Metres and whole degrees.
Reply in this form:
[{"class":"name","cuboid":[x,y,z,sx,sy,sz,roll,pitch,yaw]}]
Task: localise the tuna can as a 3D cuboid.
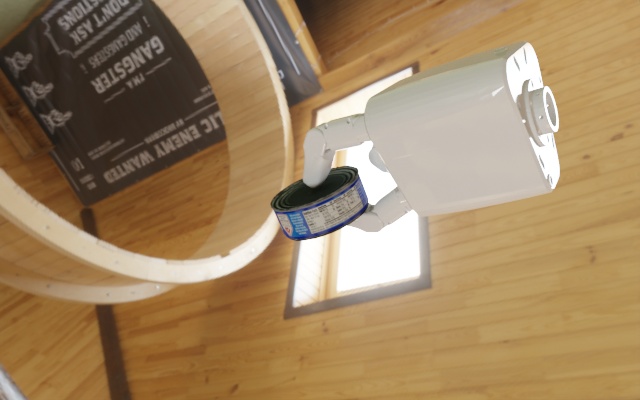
[{"class":"tuna can","cuboid":[0.000,0.002,0.436,0.086,0.034,0.086,-21,18,7]}]
